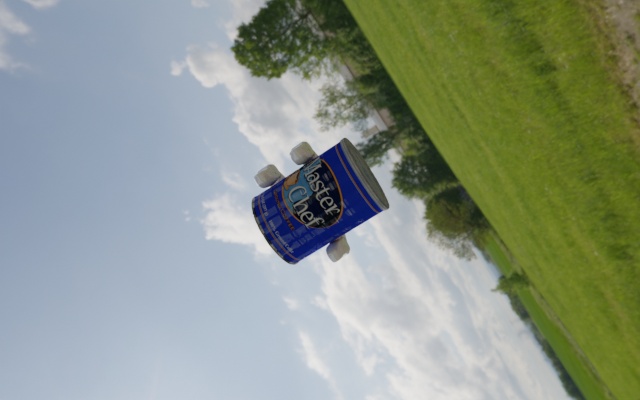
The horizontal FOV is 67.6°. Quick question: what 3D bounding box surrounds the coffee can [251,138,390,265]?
[{"bbox_3d":[0.000,0.002,0.598,0.140,0.103,0.103,-32,-8,13],"label":"coffee can"}]
